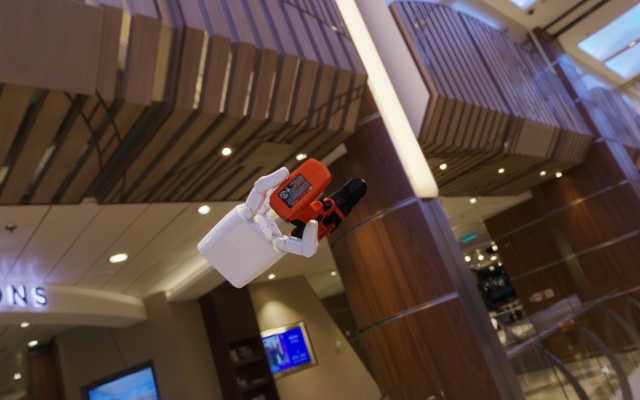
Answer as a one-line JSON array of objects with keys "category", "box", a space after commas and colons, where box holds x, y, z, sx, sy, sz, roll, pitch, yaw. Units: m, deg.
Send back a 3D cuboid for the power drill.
[{"category": "power drill", "box": [0.000, 0.003, 0.825, 0.057, 0.184, 0.188, 43, -6, 26]}]
